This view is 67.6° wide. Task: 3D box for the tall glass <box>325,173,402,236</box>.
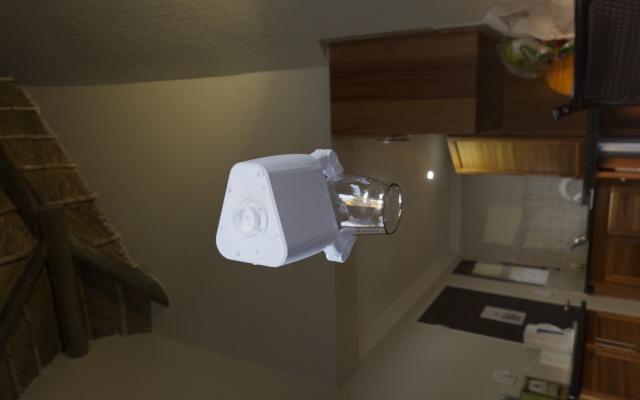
[{"bbox_3d":[0.000,0.002,0.617,0.201,0.079,0.079,5,2,29],"label":"tall glass"}]
